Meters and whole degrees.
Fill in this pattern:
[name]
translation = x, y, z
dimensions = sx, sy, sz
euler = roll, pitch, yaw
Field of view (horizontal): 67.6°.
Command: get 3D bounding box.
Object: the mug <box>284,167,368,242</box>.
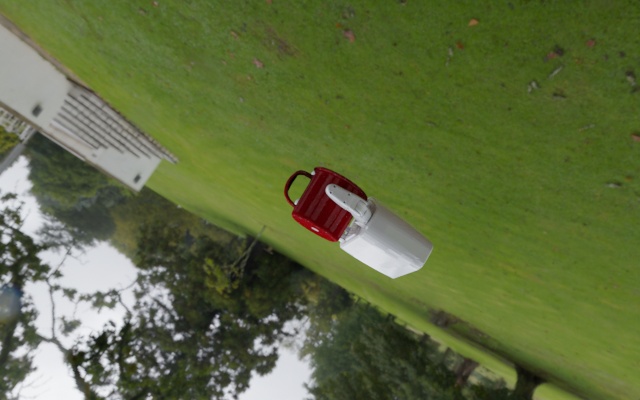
[mug]
translation = -0.001, 0.002, 0.708
dimensions = 0.117, 0.081, 0.093
euler = 32, -11, -5
